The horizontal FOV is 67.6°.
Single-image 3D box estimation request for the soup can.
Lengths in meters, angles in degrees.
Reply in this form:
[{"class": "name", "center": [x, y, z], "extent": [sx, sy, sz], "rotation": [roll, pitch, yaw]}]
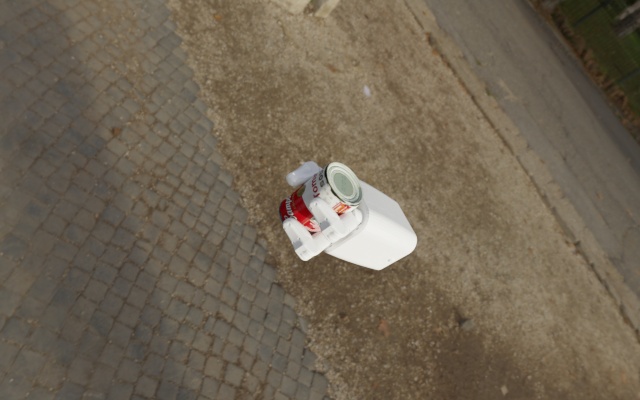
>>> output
[{"class": "soup can", "center": [0.000, 0.002, 0.648], "extent": [0.068, 0.068, 0.102], "rotation": [0, -29, -47]}]
